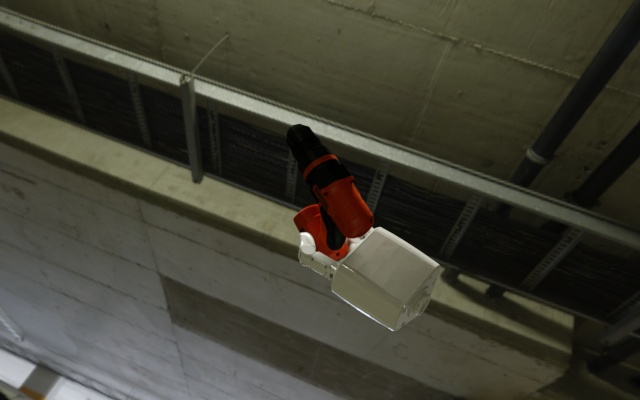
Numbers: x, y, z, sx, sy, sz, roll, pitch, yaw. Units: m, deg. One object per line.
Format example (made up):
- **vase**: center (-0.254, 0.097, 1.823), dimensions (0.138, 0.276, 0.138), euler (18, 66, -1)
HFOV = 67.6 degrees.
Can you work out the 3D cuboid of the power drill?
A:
- **power drill**: center (0.000, 0.003, 0.695), dimensions (0.057, 0.184, 0.188), euler (-24, -24, -17)
